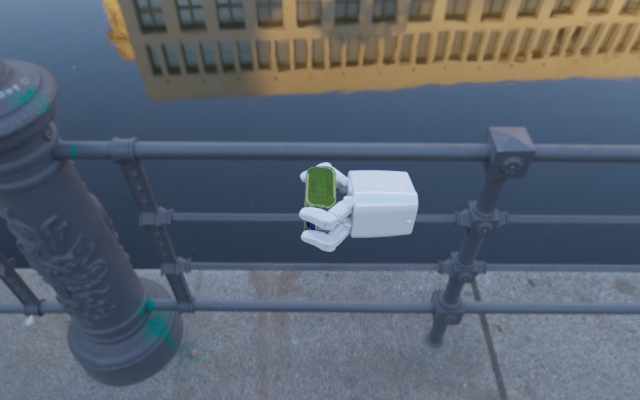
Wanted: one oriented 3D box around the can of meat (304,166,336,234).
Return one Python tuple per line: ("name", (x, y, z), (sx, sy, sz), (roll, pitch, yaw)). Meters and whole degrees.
("can of meat", (0.000, 0.002, 0.826), (0.057, 0.102, 0.084), (1, -42, -1))
